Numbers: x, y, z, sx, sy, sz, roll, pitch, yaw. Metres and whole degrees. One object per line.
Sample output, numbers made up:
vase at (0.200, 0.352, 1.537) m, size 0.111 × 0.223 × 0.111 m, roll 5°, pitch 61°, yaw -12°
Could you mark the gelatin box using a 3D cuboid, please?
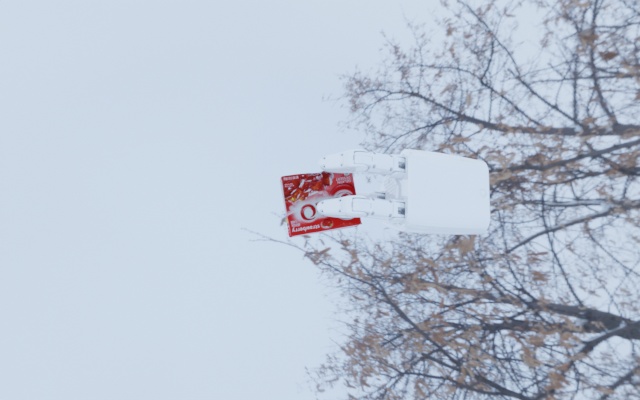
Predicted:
gelatin box at (0.000, 0.002, 0.579) m, size 0.089 × 0.073 × 0.030 m, roll -8°, pitch -7°, yaw -9°
